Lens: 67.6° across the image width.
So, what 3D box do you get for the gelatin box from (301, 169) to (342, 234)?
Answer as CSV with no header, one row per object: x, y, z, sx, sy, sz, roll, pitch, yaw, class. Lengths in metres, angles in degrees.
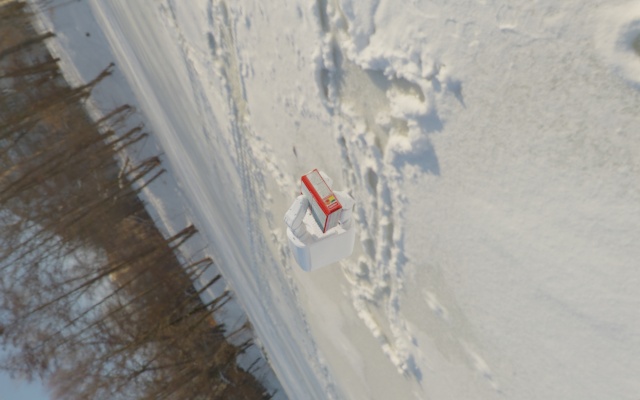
0.000,0.002,0.736,0.030,0.073,0.089,-29,-18,-13,gelatin box
